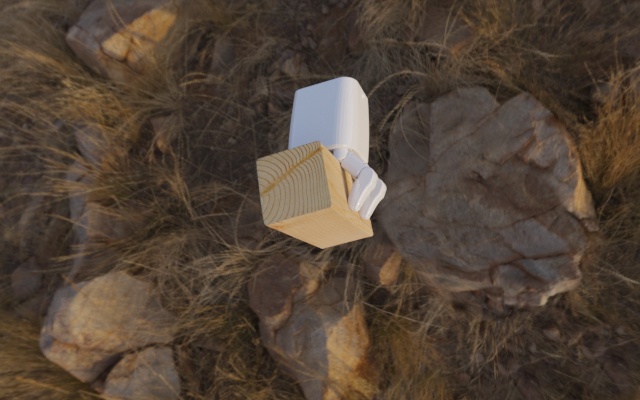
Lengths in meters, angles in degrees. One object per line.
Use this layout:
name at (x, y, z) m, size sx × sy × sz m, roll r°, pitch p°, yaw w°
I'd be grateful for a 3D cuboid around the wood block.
wood block at (0.000, 0.002, 0.672) m, size 0.091 × 0.090 × 0.206 m, roll -15°, pitch -18°, yaw 16°
